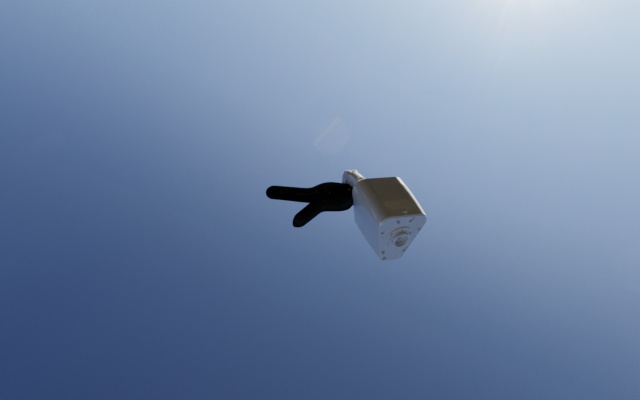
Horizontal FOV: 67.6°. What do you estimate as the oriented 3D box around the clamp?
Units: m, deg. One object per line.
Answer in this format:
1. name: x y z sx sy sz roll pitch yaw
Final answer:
1. clamp: 0.000 0.003 0.842 0.171 0.039 0.120 -8 39 -20
